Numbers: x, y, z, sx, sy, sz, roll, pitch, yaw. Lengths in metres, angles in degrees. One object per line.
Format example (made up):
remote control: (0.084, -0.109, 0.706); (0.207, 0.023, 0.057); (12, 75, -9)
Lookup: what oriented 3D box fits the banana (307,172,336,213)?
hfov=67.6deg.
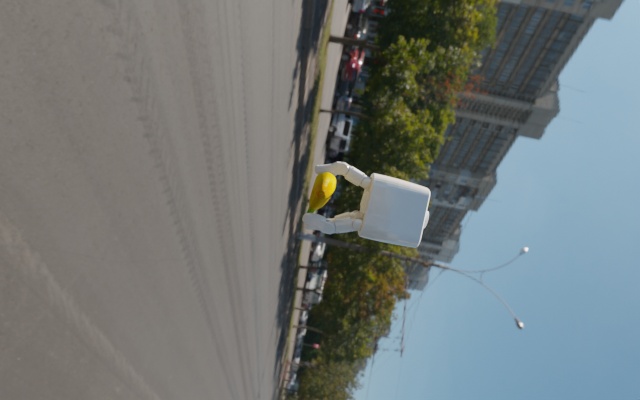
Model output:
banana: (0.004, -0.014, 0.818); (0.037, 0.069, 0.198); (14, -14, -2)
